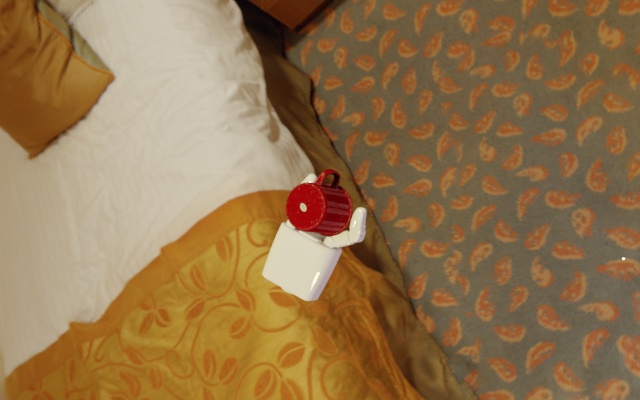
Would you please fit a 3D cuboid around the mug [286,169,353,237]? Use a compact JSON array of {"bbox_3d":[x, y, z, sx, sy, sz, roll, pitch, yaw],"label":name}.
[{"bbox_3d":[0.001,0.001,0.803,0.093,0.117,0.081,29,11,32],"label":"mug"}]
